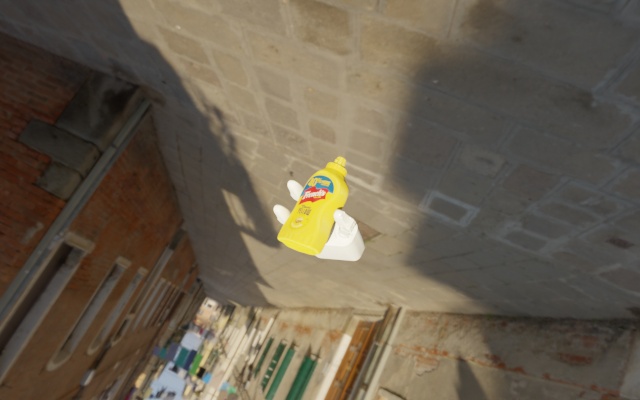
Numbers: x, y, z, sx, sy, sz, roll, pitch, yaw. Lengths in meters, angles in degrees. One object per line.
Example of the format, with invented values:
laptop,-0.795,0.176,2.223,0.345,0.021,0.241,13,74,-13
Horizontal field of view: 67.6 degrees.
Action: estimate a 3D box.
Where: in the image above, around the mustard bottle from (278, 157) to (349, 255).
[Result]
mustard bottle,0.000,0.003,0.882,0.096,0.191,0.058,8,-25,47
